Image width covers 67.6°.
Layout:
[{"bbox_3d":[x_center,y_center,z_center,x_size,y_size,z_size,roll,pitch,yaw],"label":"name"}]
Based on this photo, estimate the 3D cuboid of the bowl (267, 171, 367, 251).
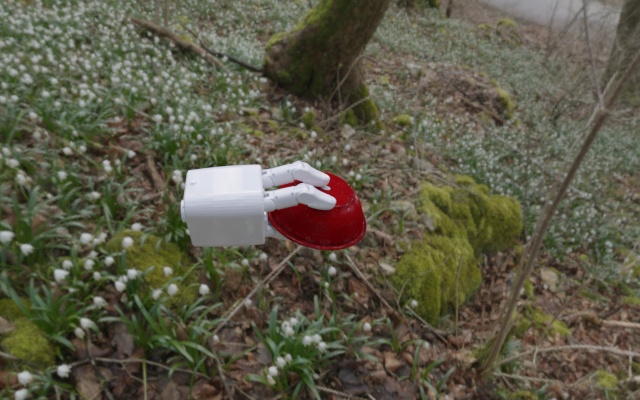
[{"bbox_3d":[0.001,0.002,0.730,0.162,0.055,0.162,11,35,-8],"label":"bowl"}]
